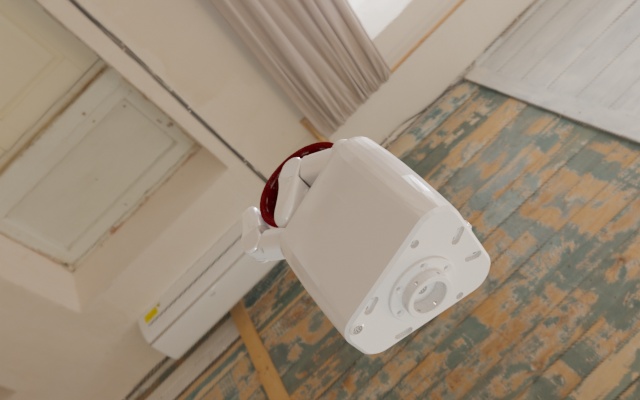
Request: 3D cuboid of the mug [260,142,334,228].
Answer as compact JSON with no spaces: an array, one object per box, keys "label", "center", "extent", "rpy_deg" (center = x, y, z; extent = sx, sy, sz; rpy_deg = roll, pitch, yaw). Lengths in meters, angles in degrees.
[{"label":"mug","center":[0.000,0.001,0.452],"extent":[0.081,0.093,0.117],"rpy_deg":[46,1,-38]}]
